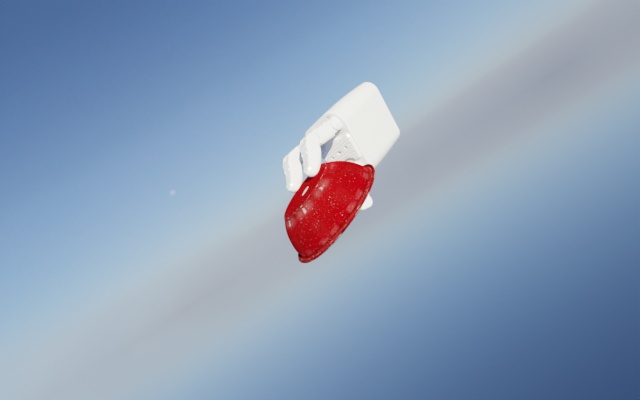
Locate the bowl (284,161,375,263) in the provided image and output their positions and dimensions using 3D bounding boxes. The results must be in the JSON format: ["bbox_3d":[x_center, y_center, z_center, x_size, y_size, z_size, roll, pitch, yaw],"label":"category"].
[{"bbox_3d":[-0.001,0.003,0.634,0.055,0.162,0.162,36,-10,-13],"label":"bowl"}]
